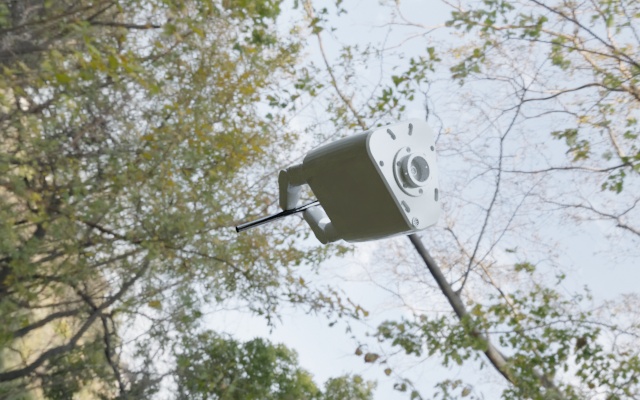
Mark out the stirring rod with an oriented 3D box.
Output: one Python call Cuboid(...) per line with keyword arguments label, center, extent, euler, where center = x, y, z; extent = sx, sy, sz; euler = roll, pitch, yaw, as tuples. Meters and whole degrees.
Cuboid(label="stirring rod", center=(0.000, 0.002, 0.602), extent=(0.239, 0.011, 0.011), euler=(-18, 11, -35))
